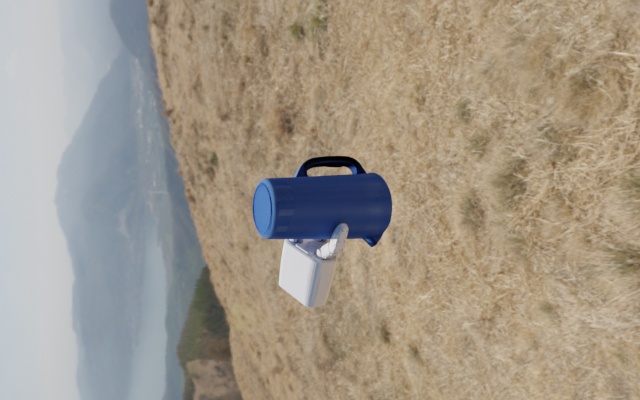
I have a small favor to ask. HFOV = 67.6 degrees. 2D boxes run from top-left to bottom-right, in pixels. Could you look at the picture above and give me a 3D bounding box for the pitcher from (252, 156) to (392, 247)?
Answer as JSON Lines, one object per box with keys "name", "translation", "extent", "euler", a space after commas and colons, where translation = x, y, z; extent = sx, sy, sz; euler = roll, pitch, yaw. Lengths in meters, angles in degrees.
{"name": "pitcher", "translation": [0.000, 0.003, 0.899], "extent": [0.243, 0.145, 0.149], "euler": [-1, 25, -29]}
